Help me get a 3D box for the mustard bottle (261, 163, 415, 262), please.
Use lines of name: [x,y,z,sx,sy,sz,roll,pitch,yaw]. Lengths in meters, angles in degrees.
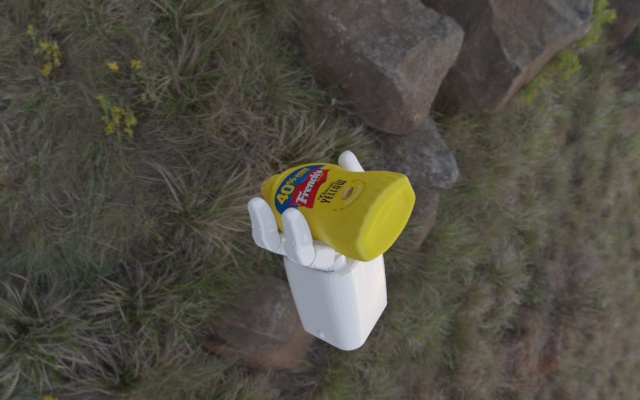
mustard bottle: [0.000,0.001,0.520,0.191,0.096,0.058,13,-34,44]
